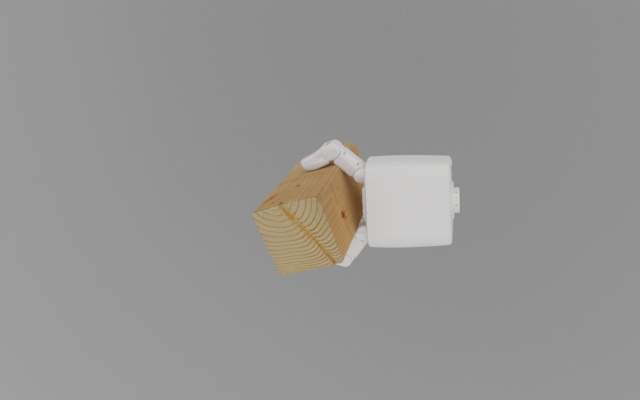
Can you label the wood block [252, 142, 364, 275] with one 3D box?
[{"bbox_3d":[0.000,0.002,0.650,0.090,0.091,0.206,-15,19,22],"label":"wood block"}]
